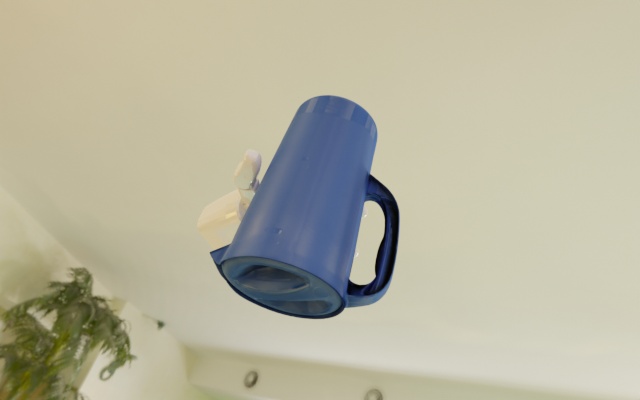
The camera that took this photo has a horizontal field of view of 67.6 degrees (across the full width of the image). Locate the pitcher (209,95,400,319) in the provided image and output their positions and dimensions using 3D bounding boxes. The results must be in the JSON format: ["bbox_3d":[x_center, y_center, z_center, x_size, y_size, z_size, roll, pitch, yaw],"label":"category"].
[{"bbox_3d":[0.000,0.002,0.537,0.149,0.242,0.145,37,-37,-27],"label":"pitcher"}]
